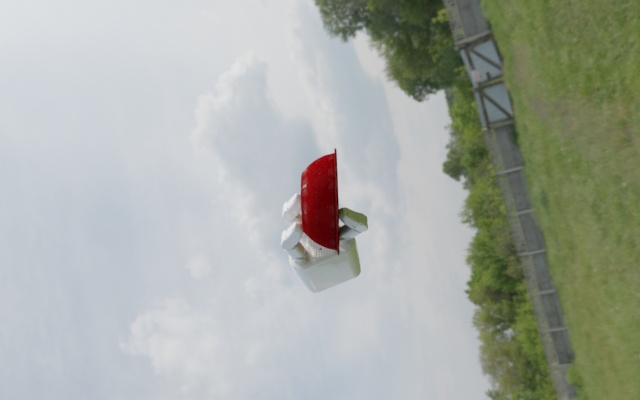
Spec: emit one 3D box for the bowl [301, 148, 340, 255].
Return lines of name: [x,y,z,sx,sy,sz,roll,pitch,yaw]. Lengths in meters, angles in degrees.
bowl: [0.000,0.001,0.725,0.055,0.162,0.162,-1,0,1]
